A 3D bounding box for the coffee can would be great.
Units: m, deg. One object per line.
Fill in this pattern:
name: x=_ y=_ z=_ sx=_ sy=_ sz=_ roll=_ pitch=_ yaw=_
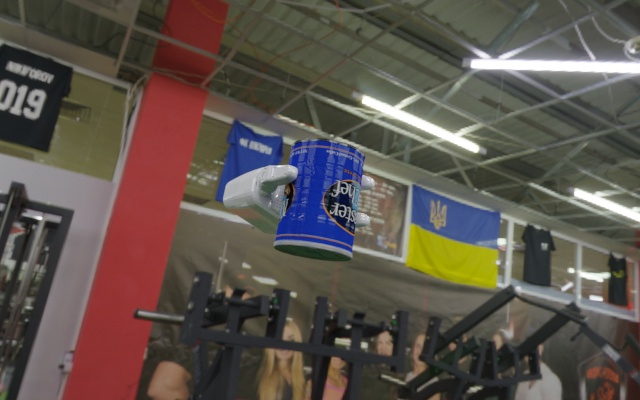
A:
coffee can: x=0.000 y=0.002 z=0.632 sx=0.103 sy=0.140 sz=0.103 roll=8 pitch=-14 yaw=2
